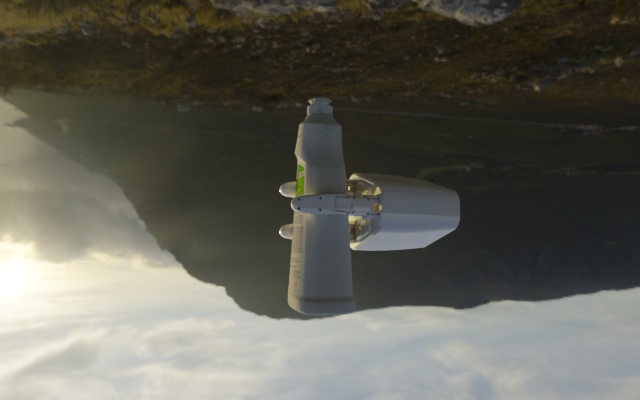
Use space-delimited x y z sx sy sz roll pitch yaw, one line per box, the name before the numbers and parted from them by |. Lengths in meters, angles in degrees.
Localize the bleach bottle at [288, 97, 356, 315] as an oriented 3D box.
bleach bottle | 0.000 0.002 0.566 0.068 0.251 0.102 2 -5 -17
